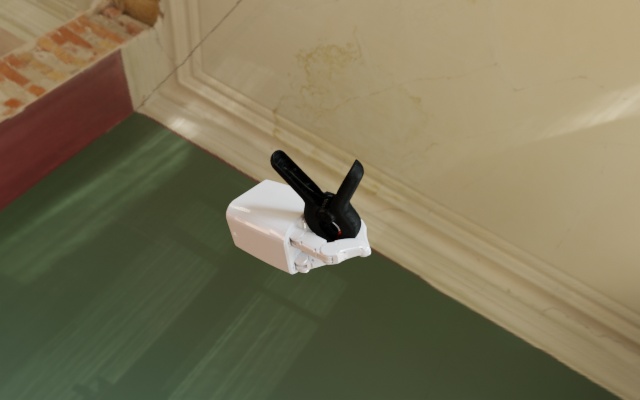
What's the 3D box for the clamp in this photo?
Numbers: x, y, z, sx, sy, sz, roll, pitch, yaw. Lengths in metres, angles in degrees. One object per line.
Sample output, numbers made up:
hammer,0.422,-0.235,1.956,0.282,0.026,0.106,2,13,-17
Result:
clamp,0.001,0.002,0.610,0.120,0.172,0.039,21,52,24
